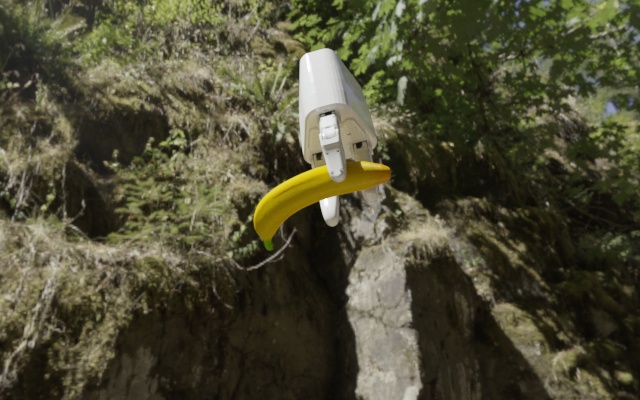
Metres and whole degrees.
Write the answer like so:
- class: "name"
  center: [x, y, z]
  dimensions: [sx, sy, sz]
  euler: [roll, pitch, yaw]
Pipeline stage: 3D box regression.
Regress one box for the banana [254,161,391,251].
- class: "banana"
  center: [-0.014, -0.004, 0.565]
  dimensions: [0.198, 0.037, 0.070]
  euler: [-30, -40, 27]
